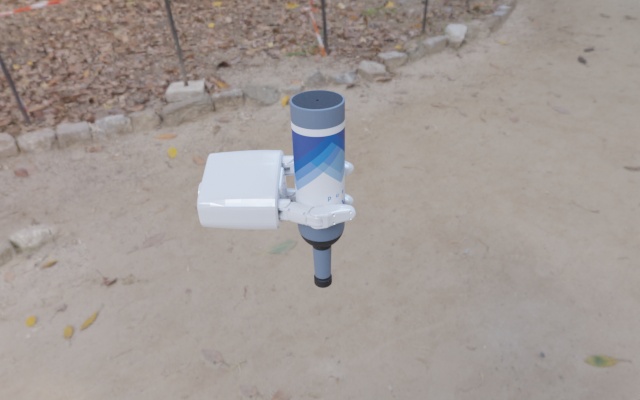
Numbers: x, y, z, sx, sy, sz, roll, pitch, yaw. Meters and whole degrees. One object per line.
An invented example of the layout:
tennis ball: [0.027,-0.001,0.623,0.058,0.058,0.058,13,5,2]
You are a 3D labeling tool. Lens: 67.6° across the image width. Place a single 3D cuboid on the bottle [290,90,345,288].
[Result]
bottle: [0.000,0.002,0.653,0.069,0.296,0.069,-1,33,1]
